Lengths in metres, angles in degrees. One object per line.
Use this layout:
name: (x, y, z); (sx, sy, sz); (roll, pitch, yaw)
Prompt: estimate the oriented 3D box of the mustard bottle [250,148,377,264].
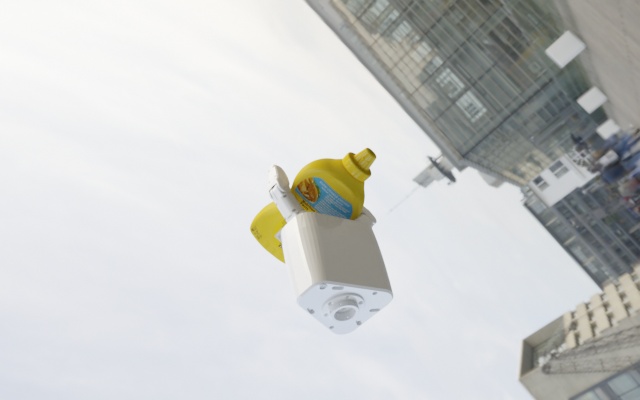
mustard bottle: (0.000, 0.002, 0.624); (0.192, 0.096, 0.058); (-44, 12, 24)
